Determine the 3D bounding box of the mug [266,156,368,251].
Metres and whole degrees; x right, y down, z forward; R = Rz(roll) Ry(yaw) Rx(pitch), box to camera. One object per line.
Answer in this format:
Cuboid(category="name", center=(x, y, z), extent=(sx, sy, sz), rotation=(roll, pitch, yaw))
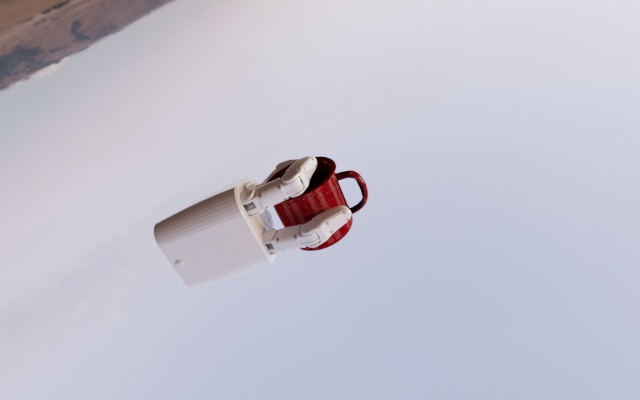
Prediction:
Cuboid(category="mug", center=(0.002, 0.002, 0.571), extent=(0.117, 0.081, 0.093), rotation=(-20, 29, 9))
